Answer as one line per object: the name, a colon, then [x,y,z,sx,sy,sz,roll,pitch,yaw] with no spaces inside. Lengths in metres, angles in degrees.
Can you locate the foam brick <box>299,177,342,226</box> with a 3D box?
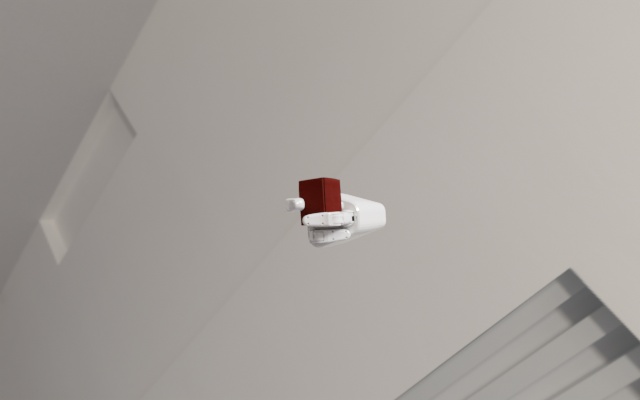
foam brick: [0.000,0.002,0.801,0.053,0.078,0.051,-4,-2,35]
